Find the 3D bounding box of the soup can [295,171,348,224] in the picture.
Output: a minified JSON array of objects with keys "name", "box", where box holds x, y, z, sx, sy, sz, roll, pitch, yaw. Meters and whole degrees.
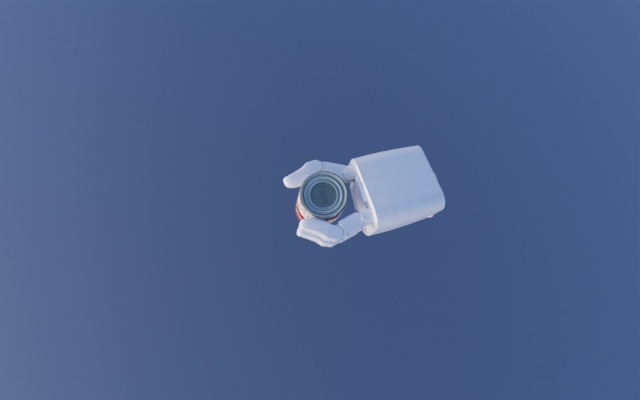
[{"name":"soup can","box":[0.000,0.002,0.692,0.068,0.068,0.102,0,-12,-6]}]
